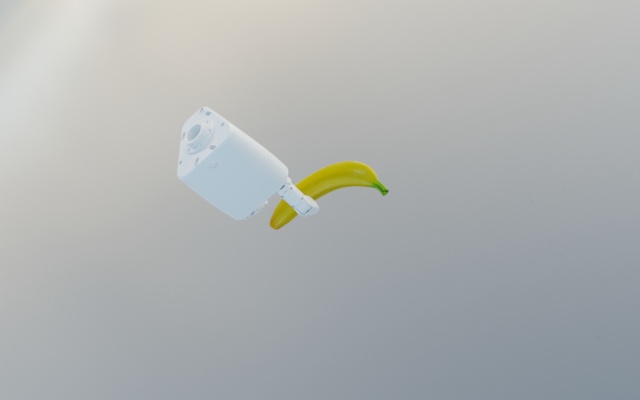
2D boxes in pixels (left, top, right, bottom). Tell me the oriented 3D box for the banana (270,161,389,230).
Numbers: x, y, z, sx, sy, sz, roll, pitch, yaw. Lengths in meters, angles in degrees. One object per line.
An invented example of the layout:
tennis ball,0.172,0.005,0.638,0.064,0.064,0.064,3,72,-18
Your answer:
banana,0.003,-0.014,0.710,0.198,0.069,0.037,-20,-37,26
